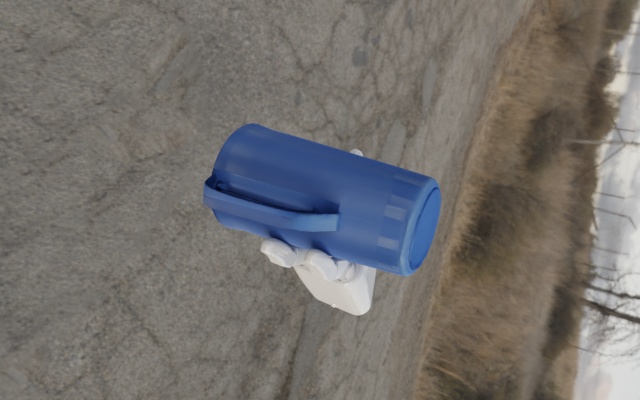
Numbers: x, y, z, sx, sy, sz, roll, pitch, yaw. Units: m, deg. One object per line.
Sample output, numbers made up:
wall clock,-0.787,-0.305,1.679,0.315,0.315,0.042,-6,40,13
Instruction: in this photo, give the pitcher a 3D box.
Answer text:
pitcher,0.000,0.002,0.537,0.243,0.149,0.145,16,-29,25
